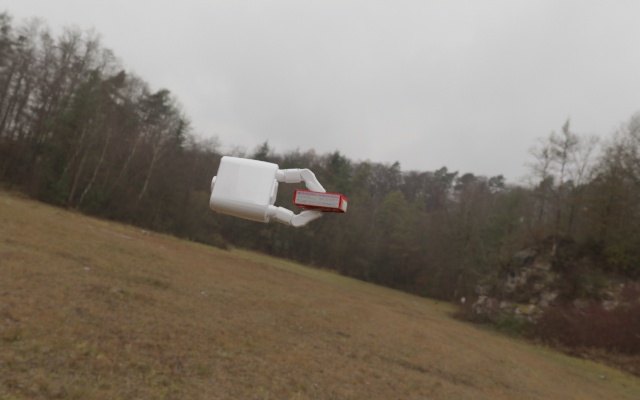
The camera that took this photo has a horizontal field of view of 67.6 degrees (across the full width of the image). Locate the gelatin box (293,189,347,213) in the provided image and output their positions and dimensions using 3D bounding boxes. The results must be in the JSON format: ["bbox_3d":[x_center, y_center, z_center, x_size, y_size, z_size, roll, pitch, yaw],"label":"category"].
[{"bbox_3d":[0.001,0.002,0.887,0.089,0.030,0.073,6,-7,12],"label":"gelatin box"}]
